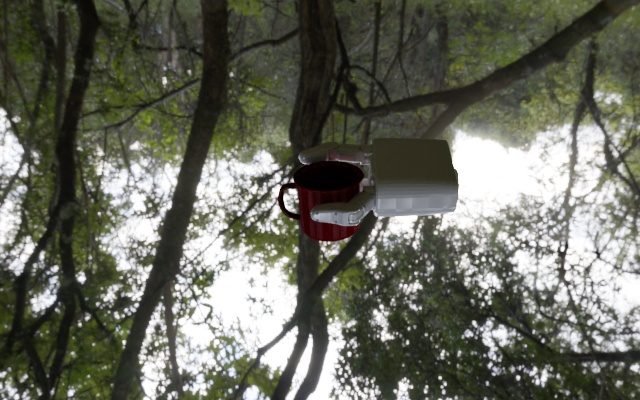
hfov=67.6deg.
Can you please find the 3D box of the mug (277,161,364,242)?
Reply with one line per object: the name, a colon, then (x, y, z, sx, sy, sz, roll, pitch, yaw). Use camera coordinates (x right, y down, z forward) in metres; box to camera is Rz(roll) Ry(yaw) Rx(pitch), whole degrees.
mug: (-0.001, 0.002, 0.645, 0.117, 0.081, 0.093, -1, 29, 4)
